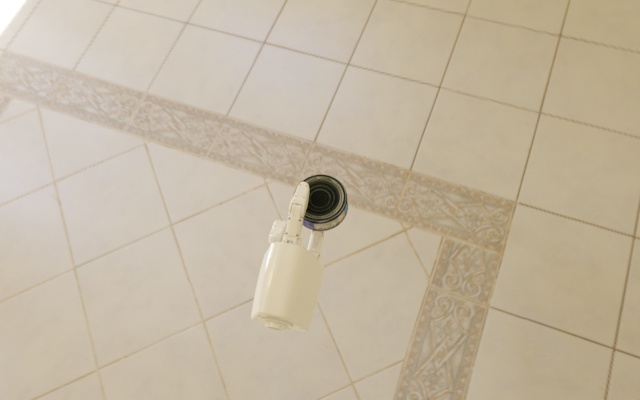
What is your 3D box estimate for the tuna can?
[{"bbox_3d":[0.000,0.002,0.744,0.086,0.086,0.034,0,-27,5],"label":"tuna can"}]
